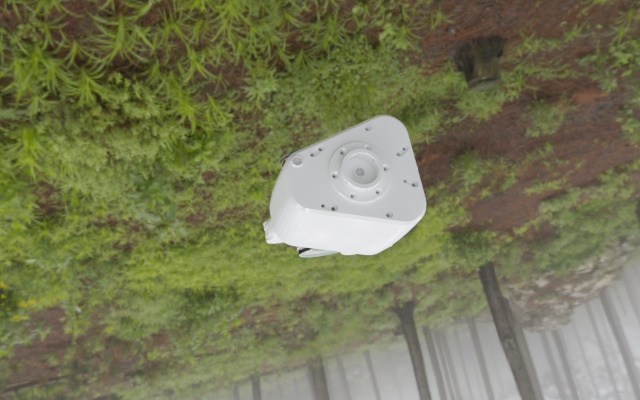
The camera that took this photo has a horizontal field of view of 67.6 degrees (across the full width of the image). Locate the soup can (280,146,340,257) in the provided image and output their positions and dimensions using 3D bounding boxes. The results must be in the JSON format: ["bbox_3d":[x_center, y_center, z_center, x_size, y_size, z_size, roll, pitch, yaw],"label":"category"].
[{"bbox_3d":[0.000,0.002,0.496,0.068,0.102,0.068,-11,-14,-3],"label":"soup can"}]
